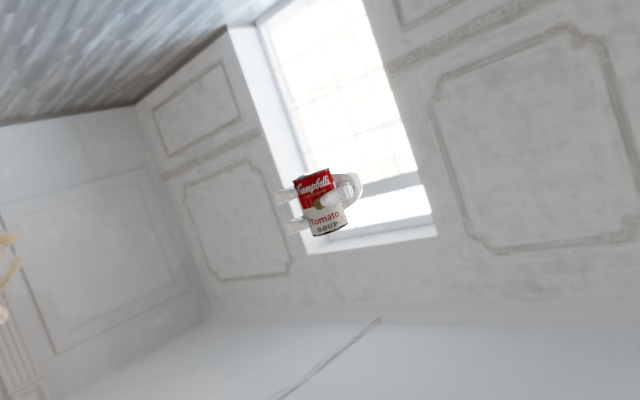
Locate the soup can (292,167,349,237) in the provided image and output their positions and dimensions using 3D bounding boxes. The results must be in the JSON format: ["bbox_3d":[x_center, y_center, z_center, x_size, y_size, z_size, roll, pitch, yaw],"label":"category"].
[{"bbox_3d":[0.000,0.003,0.806,0.068,0.102,0.068,-20,5,2],"label":"soup can"}]
